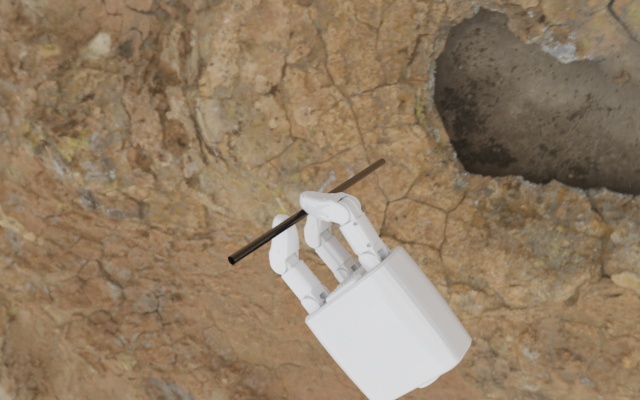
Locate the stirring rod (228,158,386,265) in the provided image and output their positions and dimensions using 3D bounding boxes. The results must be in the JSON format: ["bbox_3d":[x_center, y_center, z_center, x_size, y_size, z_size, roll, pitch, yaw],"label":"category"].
[{"bbox_3d":[0.000,0.002,0.467,0.011,0.011,0.239,0,23,40],"label":"stirring rod"}]
